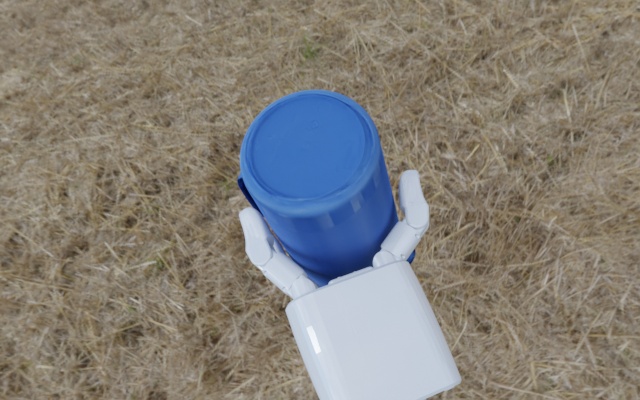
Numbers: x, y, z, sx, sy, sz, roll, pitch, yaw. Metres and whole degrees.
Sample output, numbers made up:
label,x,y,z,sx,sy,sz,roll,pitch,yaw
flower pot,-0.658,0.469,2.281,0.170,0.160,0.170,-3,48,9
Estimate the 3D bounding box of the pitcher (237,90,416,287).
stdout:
label,x,y,z,sx,sy,sz,roll,pitch,yaw
pitcher,0.000,0.002,0.462,0.149,0.145,0.243,-24,-24,1
